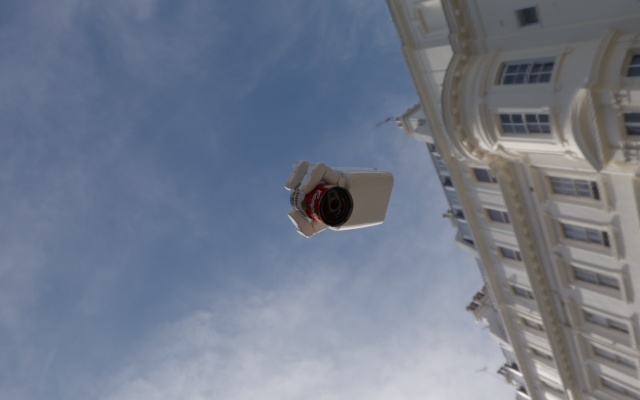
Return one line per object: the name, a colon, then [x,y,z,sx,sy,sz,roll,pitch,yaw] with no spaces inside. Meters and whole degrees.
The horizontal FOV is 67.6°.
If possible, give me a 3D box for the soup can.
soup can: [0.000,0.003,0.820,0.068,0.068,0.102,0,9,-32]
